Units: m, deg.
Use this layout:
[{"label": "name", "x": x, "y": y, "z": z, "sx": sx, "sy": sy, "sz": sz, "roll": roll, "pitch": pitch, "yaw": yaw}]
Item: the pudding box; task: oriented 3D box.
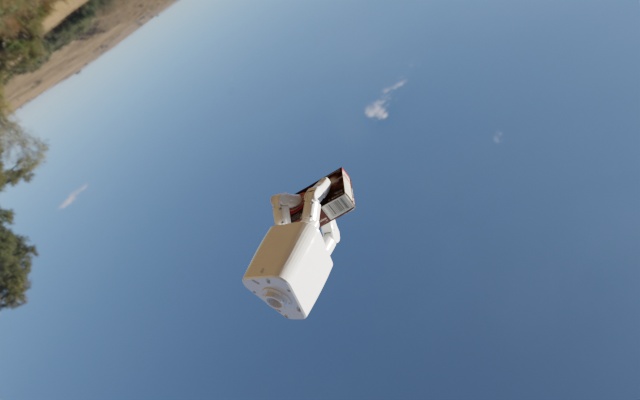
[{"label": "pudding box", "x": 0.000, "y": 0.003, "z": 0.803, "sx": 0.113, "sy": 0.039, "sz": 0.090, "roll": -27, "pitch": 30, "yaw": 15}]
